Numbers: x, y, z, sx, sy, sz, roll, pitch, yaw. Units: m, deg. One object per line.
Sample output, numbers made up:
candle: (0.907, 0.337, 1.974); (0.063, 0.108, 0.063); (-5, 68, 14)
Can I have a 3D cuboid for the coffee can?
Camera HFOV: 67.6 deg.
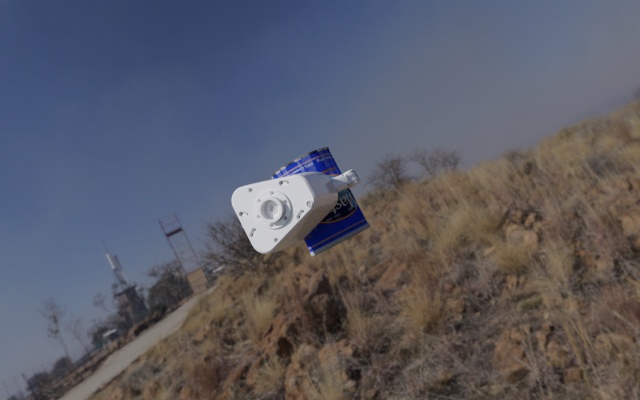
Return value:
coffee can: (0.000, 0.003, 0.748); (0.103, 0.140, 0.103); (-27, -4, -2)
